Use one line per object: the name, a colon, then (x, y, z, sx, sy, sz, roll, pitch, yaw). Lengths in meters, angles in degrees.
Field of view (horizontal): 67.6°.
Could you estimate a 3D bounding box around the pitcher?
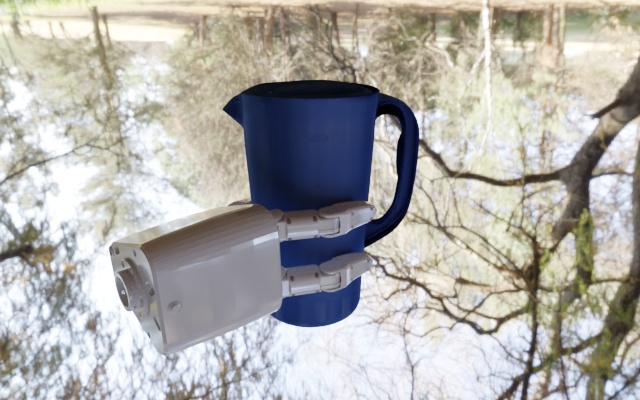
pitcher: (0.000, 0.002, 0.488, 0.145, 0.243, 0.149, -18, 27, -39)
